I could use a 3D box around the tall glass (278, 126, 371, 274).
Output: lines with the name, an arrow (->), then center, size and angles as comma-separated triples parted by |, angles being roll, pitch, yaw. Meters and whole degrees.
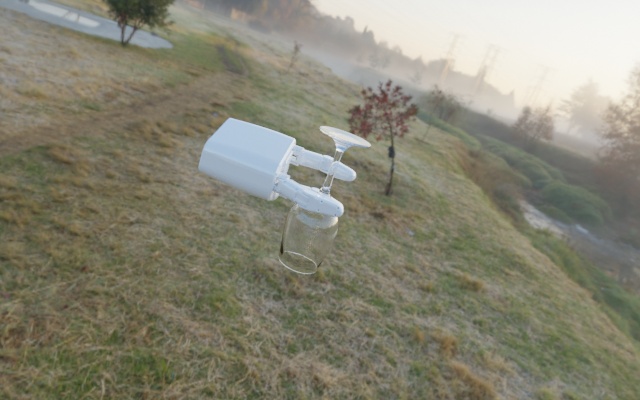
tall glass -> 0.000, 0.002, 0.672 | 0.079, 0.201, 0.079 | 18, 17, -6
